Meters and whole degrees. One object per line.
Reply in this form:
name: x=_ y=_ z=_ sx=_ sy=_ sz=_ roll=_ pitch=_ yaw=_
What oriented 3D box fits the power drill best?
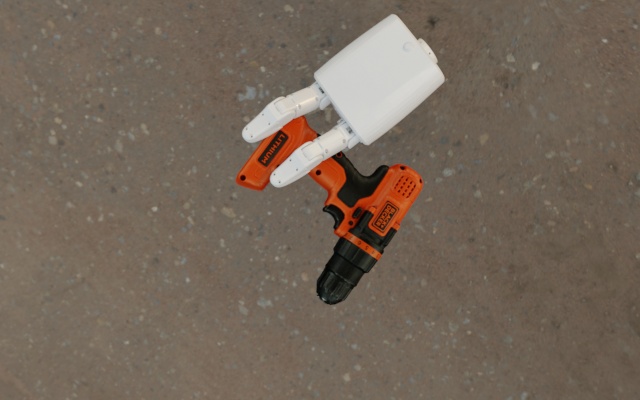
power drill: x=0.000 y=0.001 z=0.547 sx=0.187 sy=0.184 sz=0.057 roll=35 pitch=-6 yaw=-7
